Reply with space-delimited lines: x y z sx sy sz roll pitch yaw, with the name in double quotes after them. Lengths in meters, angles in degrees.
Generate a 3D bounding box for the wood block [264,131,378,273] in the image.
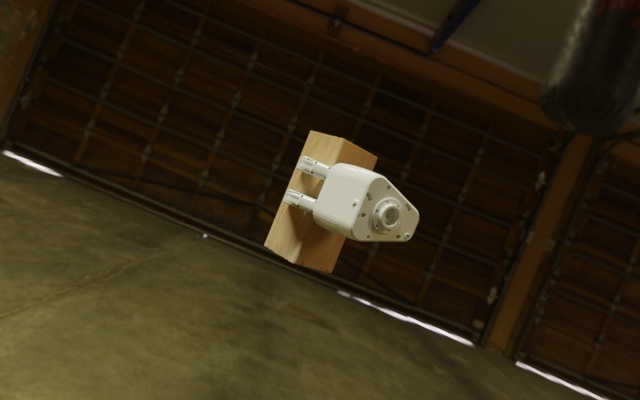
0.001 0.003 0.788 0.091 0.206 0.090 22 0 -42 "wood block"
